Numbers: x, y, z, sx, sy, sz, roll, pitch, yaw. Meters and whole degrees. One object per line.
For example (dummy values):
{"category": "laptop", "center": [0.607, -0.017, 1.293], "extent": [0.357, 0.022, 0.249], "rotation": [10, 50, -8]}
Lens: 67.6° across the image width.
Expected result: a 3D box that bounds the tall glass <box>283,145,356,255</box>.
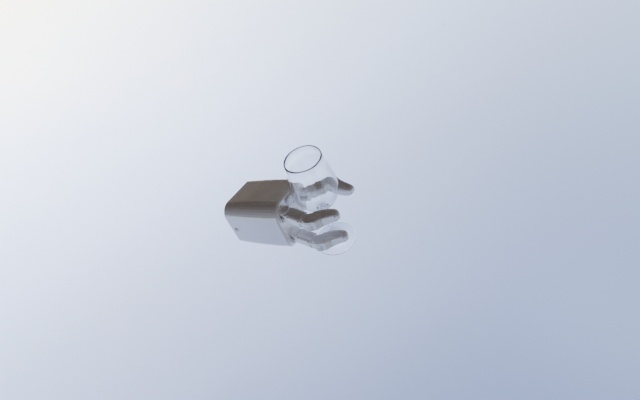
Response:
{"category": "tall glass", "center": [0.000, 0.003, 0.795], "extent": [0.079, 0.079, 0.201], "rotation": [0, -42, 22]}
